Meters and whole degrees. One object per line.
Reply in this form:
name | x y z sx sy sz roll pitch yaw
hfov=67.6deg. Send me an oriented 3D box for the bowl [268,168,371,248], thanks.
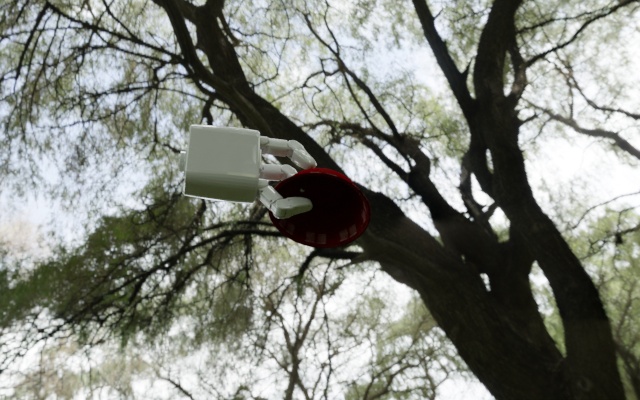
bowl | 0.001 0.003 0.757 0.162 0.162 0.055 0 42 9
